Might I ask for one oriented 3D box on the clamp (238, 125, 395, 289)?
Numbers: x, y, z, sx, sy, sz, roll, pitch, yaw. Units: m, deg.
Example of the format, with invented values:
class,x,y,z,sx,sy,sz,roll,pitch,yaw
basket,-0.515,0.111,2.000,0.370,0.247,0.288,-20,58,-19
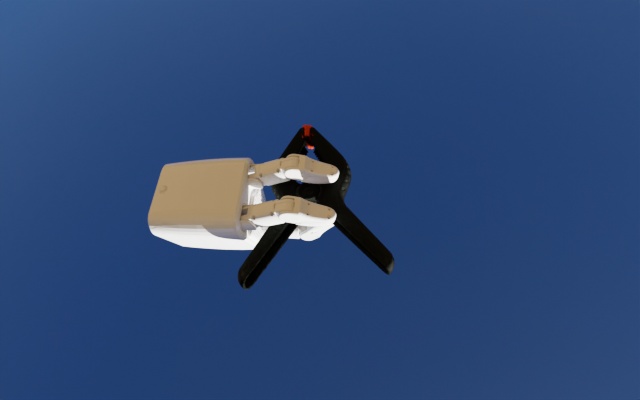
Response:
class,x,y,z,sx,sy,sz,roll,pitch,yaw
clamp,0.000,0.002,0.544,0.164,0.209,0.036,0,-32,8
